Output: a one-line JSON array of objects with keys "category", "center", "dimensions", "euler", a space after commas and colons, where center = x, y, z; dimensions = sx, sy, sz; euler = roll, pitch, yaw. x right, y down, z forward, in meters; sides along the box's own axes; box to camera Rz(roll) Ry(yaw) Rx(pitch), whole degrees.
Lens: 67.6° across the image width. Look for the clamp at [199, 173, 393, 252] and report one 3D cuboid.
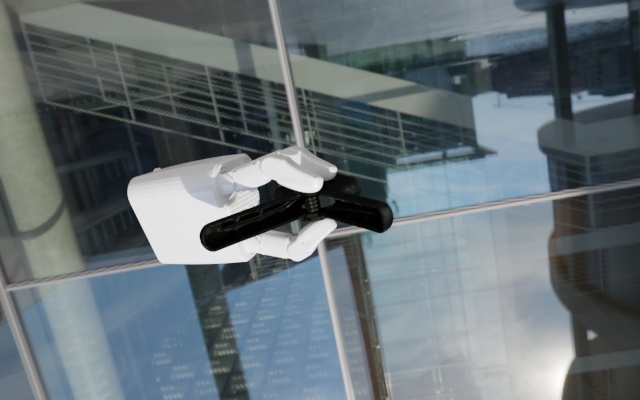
[{"category": "clamp", "center": [0.000, 0.002, 0.475], "dimensions": [0.164, 0.036, 0.210], "euler": [-5, 13, 17]}]
